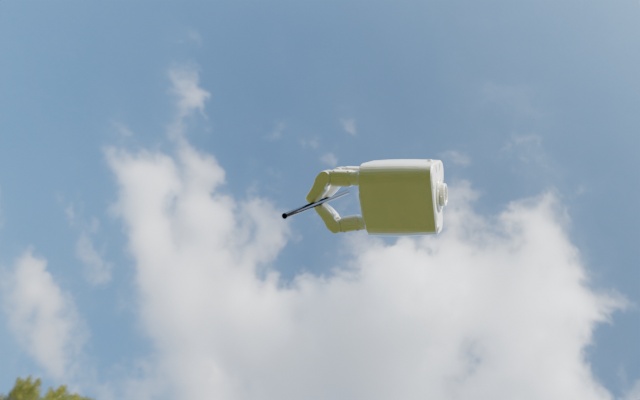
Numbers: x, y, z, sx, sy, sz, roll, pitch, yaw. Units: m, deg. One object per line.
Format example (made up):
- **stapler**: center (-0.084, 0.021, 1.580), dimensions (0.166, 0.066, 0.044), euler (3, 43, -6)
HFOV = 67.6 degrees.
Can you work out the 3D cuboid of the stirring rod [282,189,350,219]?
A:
- **stirring rod**: center (0.000, 0.002, 0.747), dimensions (0.011, 0.011, 0.239), euler (0, 9, 24)
